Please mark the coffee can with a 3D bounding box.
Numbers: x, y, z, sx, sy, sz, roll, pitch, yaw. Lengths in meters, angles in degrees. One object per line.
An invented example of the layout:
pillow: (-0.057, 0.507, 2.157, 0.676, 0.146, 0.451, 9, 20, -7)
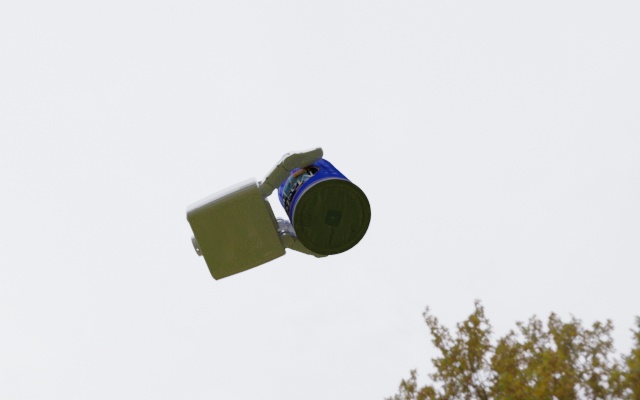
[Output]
coffee can: (0.000, 0.002, 0.666, 0.103, 0.103, 0.140, 0, 17, -14)
